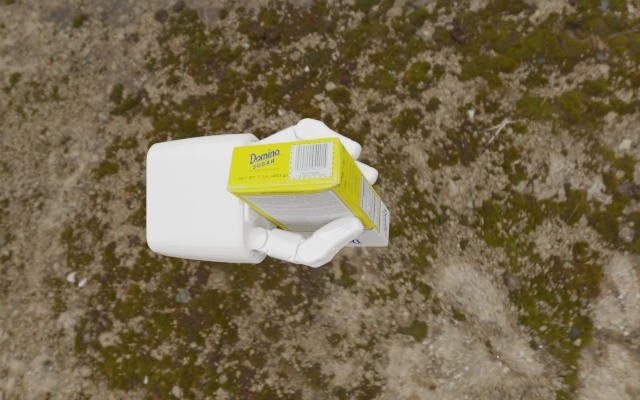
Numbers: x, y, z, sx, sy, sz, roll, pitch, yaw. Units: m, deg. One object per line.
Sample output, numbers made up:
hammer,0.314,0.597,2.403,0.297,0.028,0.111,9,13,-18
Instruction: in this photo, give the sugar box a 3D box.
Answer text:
sugar box,0.000,0.001,0.438,0.093,0.048,0.176,-2,-18,20
